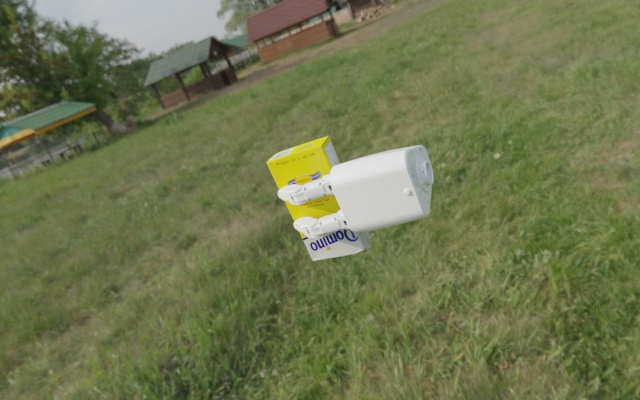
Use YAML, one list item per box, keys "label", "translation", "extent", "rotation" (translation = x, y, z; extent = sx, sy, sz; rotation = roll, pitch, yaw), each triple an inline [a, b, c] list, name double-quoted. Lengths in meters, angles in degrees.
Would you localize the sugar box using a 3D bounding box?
- label: "sugar box"
  translation: [0.000, 0.002, 0.705]
  extent: [0.093, 0.176, 0.048]
  rotation: [-14, 20, 26]
